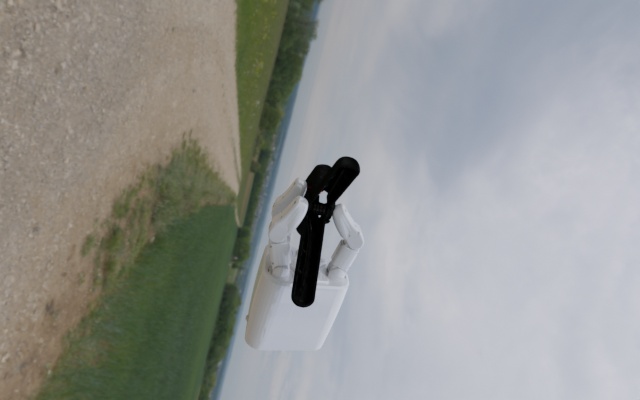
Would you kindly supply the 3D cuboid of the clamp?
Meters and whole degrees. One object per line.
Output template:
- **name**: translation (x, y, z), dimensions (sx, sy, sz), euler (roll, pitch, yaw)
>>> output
- **clamp**: translation (0.001, 0.002, 0.559), dimensions (0.036, 0.165, 0.210), euler (17, 21, -10)
